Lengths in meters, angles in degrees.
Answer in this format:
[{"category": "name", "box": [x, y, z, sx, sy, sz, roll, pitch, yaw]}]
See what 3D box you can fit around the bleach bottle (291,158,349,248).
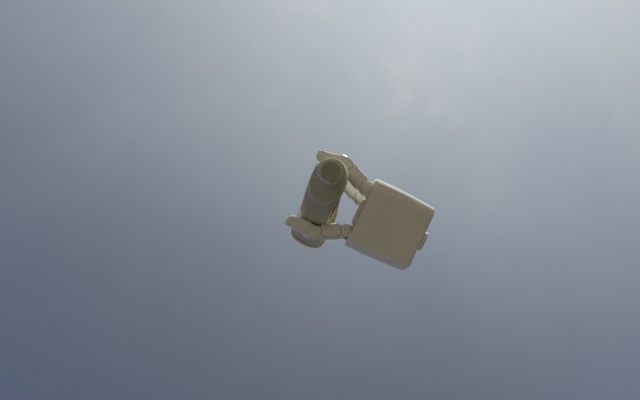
[{"category": "bleach bottle", "box": [0.000, 0.002, 0.770, 0.068, 0.102, 0.251, 25, -17, 3]}]
